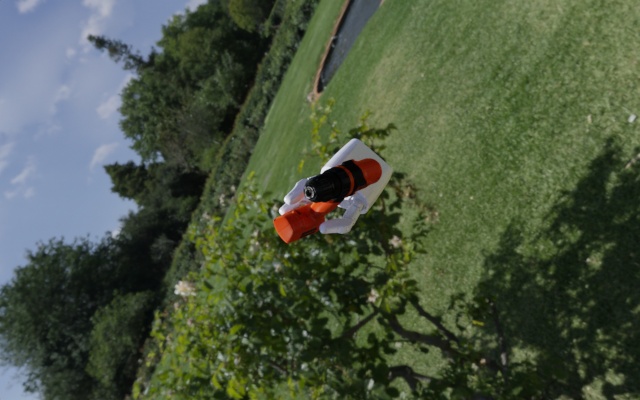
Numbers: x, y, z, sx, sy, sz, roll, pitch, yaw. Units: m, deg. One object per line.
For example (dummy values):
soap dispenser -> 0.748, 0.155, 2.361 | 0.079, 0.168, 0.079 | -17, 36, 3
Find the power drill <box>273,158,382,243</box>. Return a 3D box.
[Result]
power drill -> 0.000, 0.003, 0.815 | 0.184, 0.057, 0.188 | -19, -16, -48
